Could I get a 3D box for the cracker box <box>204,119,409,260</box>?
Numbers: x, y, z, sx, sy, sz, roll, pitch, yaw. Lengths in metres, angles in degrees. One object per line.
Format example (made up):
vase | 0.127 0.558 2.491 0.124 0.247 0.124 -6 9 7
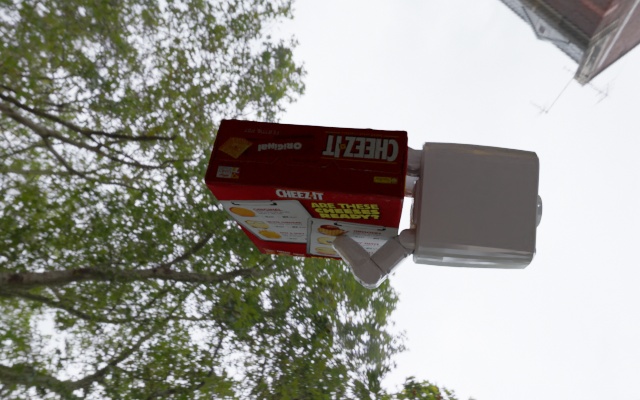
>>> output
cracker box | 0.000 0.002 0.484 0.164 0.072 0.214 4 -21 8
